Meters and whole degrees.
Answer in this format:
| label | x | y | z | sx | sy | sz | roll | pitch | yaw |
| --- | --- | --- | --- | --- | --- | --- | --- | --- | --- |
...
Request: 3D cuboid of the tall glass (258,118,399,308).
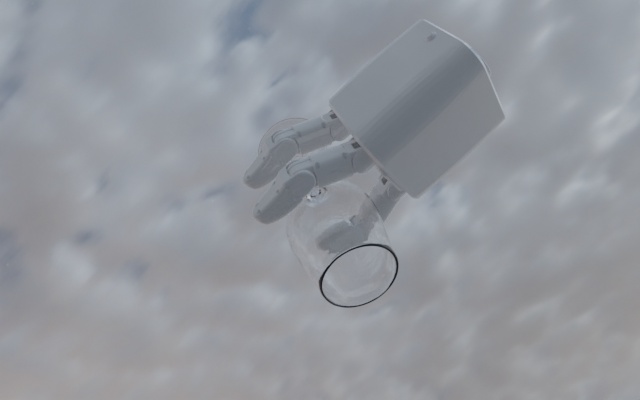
| label | x | y | z | sx | sy | sz | roll | pitch | yaw |
| --- | --- | --- | --- | --- | --- | --- | --- | --- | --- |
| tall glass | 0.000 | 0.001 | 0.425 | 0.079 | 0.079 | 0.201 | 0 | 34 | -20 |
